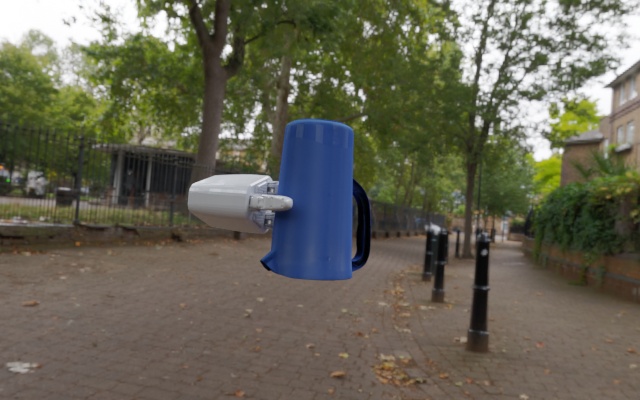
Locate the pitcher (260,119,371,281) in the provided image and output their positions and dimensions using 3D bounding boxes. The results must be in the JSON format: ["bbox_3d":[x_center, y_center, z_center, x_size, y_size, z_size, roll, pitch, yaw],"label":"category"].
[{"bbox_3d":[0.000,0.002,0.754,0.145,0.243,0.149,4,-2,17],"label":"pitcher"}]
